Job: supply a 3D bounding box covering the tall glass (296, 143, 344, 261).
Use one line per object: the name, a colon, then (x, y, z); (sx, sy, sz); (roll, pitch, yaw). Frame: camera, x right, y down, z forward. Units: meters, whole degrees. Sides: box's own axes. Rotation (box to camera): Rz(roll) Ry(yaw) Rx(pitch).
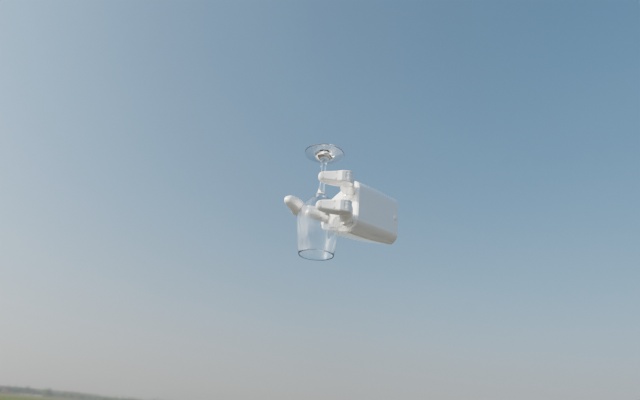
tall glass: (0.000, 0.002, 0.853); (0.079, 0.201, 0.079); (4, -24, 2)
